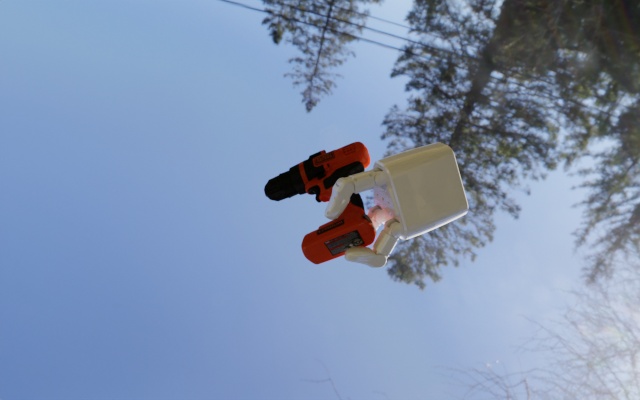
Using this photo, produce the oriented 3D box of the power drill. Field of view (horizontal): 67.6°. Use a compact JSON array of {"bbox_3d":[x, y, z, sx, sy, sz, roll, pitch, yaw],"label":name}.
[{"bbox_3d":[0.000,0.003,0.730,0.184,0.187,0.057,-23,-44,13],"label":"power drill"}]
